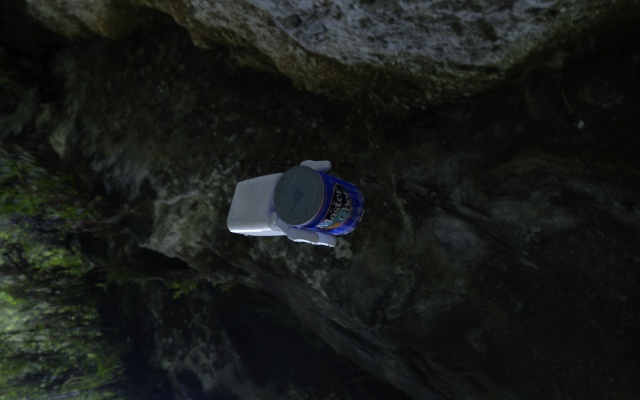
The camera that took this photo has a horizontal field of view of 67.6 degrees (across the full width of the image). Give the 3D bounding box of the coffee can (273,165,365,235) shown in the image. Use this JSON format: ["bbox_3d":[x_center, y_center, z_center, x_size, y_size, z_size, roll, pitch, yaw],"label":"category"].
[{"bbox_3d":[0.000,0.003,0.847,0.103,0.103,0.140,0,-10,35],"label":"coffee can"}]
